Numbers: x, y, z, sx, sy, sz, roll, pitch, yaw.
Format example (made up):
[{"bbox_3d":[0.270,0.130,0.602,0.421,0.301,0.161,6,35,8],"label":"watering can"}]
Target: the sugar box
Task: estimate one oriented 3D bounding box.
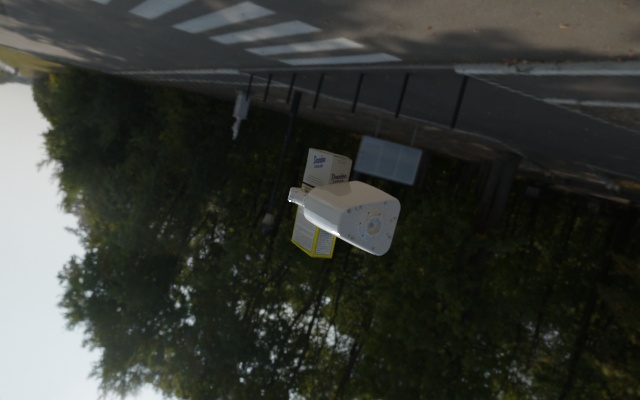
[{"bbox_3d":[0.001,0.003,0.836,0.048,0.176,0.093,9,9,-31],"label":"sugar box"}]
